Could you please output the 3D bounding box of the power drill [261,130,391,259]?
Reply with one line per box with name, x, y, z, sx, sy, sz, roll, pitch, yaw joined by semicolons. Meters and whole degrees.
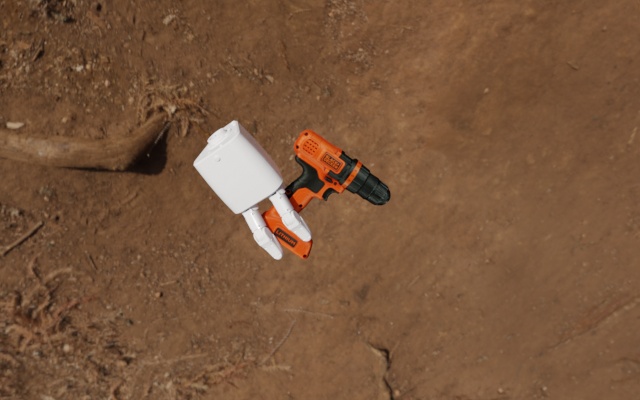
power drill;0.000;0.003;0.803;0.184;0.187;0.057;35;6;-5
